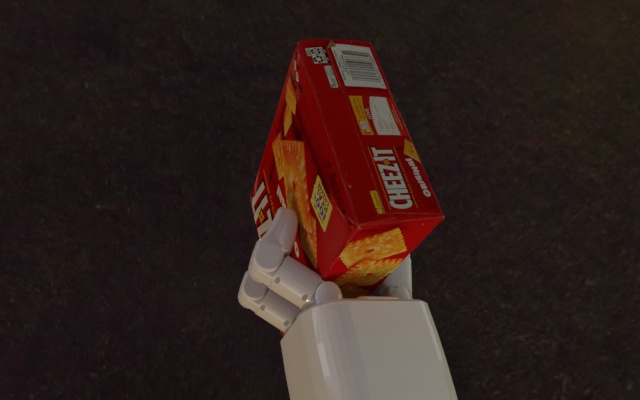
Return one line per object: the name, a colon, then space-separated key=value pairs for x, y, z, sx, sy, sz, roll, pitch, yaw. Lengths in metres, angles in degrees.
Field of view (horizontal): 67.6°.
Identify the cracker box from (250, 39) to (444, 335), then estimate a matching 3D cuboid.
cracker box: x=0.000 y=0.001 z=0.406 sx=0.072 sy=0.164 sz=0.214 roll=-4 pitch=-31 yaw=-22
